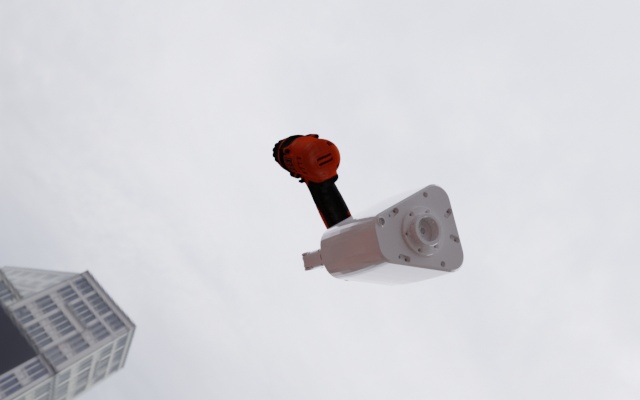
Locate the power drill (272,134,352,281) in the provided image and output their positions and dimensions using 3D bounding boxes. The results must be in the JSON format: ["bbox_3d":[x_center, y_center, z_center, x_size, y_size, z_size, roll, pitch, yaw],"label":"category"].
[{"bbox_3d":[0.000,0.002,0.626,0.057,0.188,0.184,-28,16,-12],"label":"power drill"}]
